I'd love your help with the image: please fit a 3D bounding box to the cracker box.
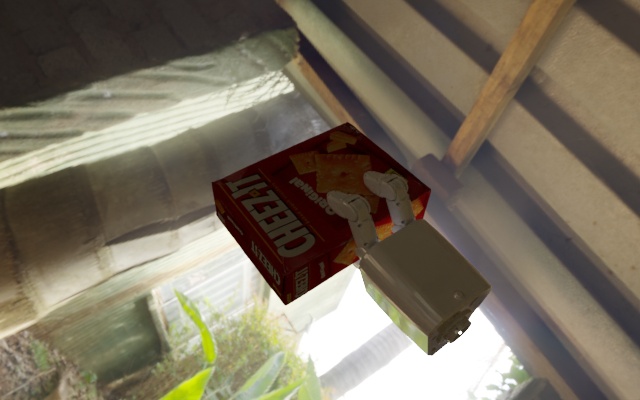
[{"bbox_3d":[0.000,0.002,0.589,0.213,0.072,0.164,-27,54,-25],"label":"cracker box"}]
